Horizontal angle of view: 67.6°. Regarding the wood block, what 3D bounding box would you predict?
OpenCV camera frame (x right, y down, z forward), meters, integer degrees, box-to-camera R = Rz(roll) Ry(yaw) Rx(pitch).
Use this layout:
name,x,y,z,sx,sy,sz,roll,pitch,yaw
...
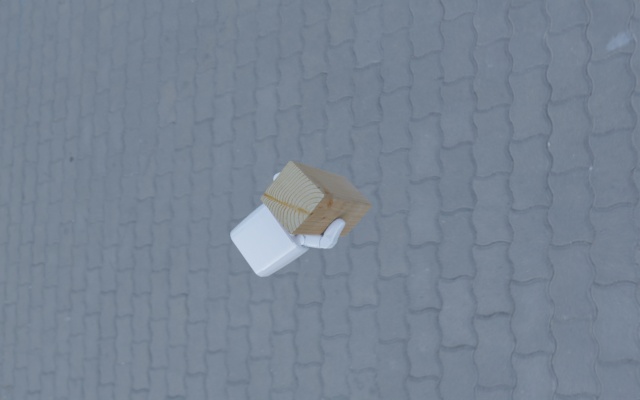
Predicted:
name,x,y,z,sx,sy,sz,roll,pitch,yaw
wood block,0.000,0.003,0.865,0.090,0.090,0.206,47,17,23
